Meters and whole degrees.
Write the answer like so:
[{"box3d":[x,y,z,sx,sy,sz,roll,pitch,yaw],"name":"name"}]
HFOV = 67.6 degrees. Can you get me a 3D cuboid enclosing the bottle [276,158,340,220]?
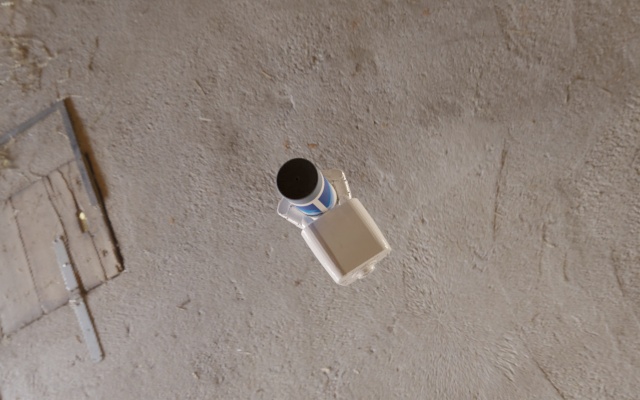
[{"box3d":[0.000,0.003,0.838,0.069,0.069,0.296,0,-14,14],"name":"bottle"}]
